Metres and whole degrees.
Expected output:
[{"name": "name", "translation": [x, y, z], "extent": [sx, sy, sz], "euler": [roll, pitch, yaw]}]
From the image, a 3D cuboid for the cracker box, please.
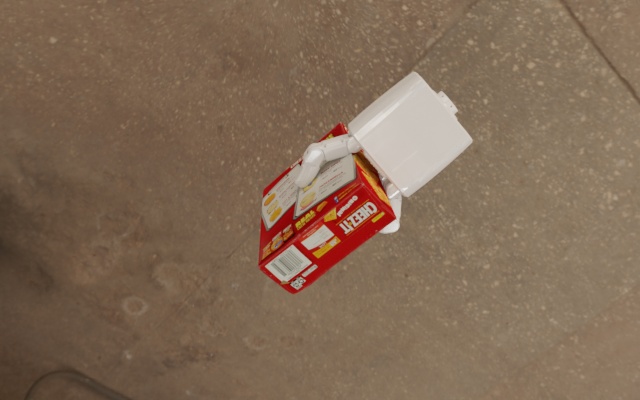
[{"name": "cracker box", "translation": [0.000, 0.002, 0.642], "extent": [0.164, 0.072, 0.213], "euler": [-39, 23, 15]}]
